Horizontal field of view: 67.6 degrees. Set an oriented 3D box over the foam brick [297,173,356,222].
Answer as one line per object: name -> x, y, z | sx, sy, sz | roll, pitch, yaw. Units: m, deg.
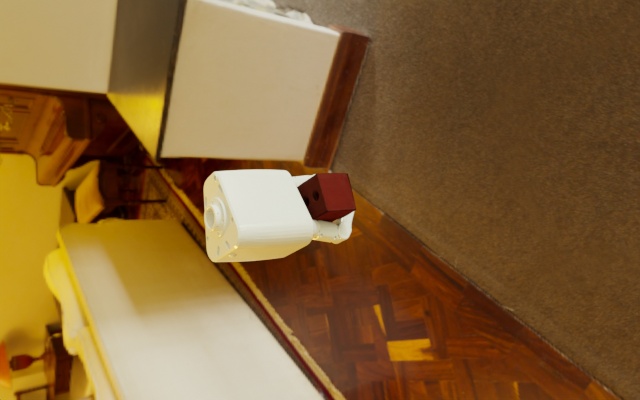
foam brick -> 0.000, 0.002, 0.633 | 0.051, 0.053, 0.078 | -1, -21, -39
